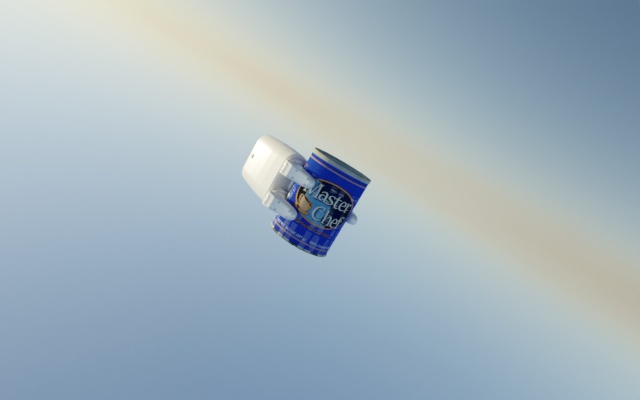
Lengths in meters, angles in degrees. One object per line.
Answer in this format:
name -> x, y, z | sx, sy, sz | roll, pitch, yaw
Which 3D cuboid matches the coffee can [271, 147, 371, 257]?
coffee can -> 0.000, 0.002, 0.750 | 0.103, 0.140, 0.103 | 30, 9, -5
